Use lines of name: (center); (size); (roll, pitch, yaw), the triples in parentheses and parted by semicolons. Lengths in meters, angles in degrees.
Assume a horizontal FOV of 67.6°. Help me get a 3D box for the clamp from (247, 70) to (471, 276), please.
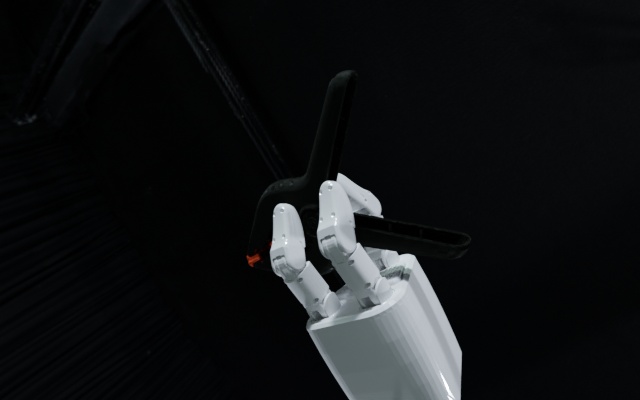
clamp: (0.000, 0.001, 0.412); (0.210, 0.164, 0.036); (-25, 6, 38)
